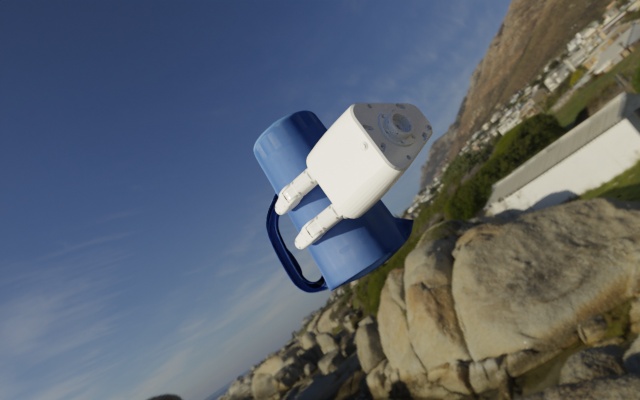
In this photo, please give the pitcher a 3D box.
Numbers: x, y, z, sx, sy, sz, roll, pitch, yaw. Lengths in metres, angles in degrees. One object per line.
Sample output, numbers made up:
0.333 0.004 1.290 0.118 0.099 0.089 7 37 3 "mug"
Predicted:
0.000 0.002 0.681 0.149 0.243 0.145 -25 -14 -39 "pitcher"
